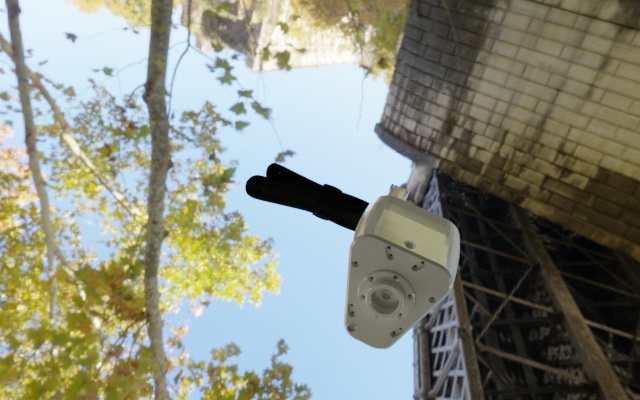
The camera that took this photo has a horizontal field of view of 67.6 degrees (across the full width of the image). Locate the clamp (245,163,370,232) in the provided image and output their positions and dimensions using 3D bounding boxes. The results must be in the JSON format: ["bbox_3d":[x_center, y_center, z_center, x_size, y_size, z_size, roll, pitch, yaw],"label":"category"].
[{"bbox_3d":[0.000,0.002,0.525,0.171,0.039,0.120,21,18,10],"label":"clamp"}]
